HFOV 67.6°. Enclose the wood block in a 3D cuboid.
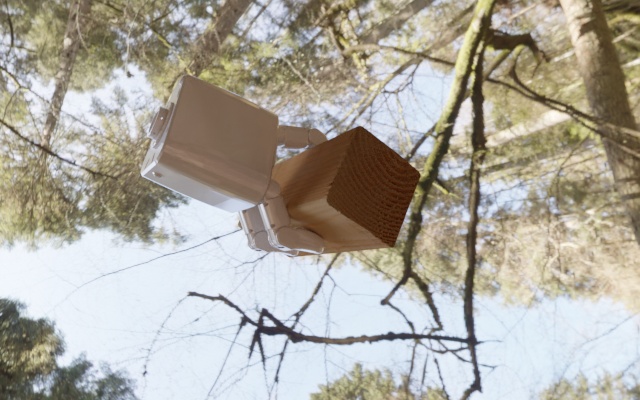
[{"bbox_3d":[0.000,0.001,0.539,0.090,0.090,0.206,34,-24,-23],"label":"wood block"}]
